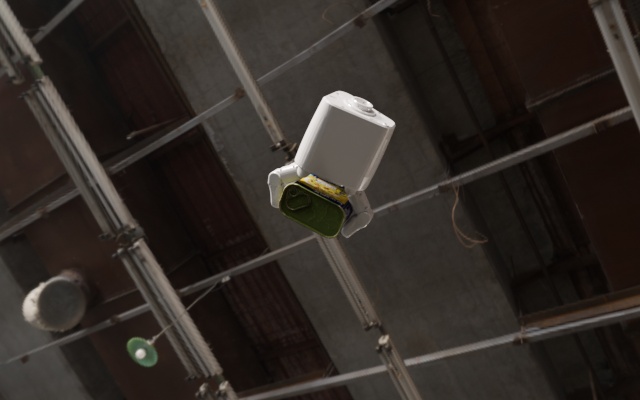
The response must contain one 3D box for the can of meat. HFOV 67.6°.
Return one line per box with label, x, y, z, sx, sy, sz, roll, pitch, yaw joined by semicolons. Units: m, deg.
can of meat;0.000;0.002;0.735;0.102;0.057;0.084;27;27;10
